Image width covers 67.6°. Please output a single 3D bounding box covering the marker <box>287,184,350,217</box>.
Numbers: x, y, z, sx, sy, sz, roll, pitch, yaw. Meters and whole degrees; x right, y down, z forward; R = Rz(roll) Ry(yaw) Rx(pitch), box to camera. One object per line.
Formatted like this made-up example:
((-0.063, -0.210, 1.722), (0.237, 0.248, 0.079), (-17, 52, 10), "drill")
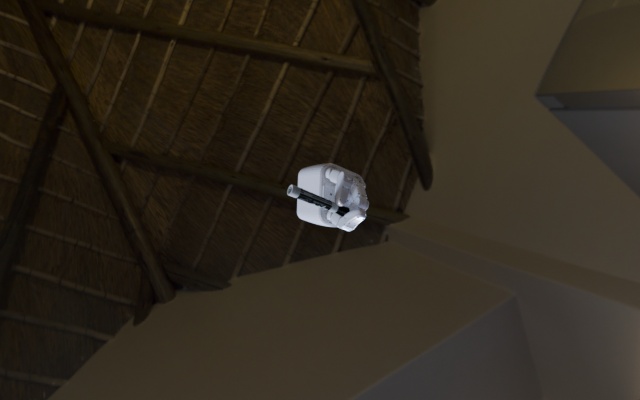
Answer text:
((0.000, 0.003, 0.803), (0.121, 0.020, 0.020), (22, -11, -27), "marker")
